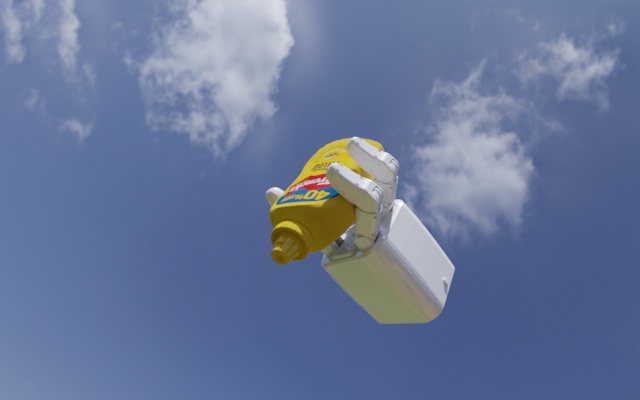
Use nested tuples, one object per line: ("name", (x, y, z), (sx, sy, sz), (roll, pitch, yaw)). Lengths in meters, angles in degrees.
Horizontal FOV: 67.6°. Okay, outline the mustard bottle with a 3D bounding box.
("mustard bottle", (0.000, 0.001, 0.508), (0.096, 0.058, 0.191), (-4, 31, 31))
